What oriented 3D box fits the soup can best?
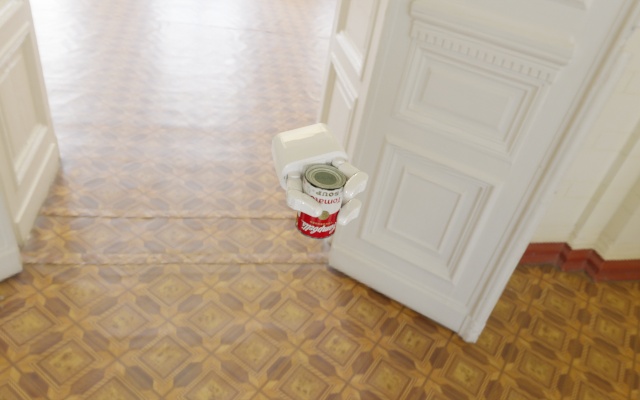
[{"bbox_3d":[0.000,0.003,0.763,0.068,0.102,0.068,8,36,-6],"label":"soup can"}]
